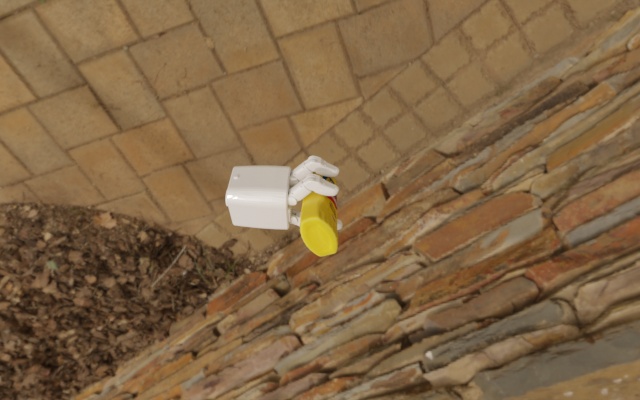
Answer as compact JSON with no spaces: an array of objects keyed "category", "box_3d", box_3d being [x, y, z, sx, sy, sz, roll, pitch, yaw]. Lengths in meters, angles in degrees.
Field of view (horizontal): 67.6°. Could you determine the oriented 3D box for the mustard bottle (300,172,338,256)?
[{"category":"mustard bottle","box_3d":[0.000,0.003,0.873,0.058,0.096,0.191,-17,38,15]}]
